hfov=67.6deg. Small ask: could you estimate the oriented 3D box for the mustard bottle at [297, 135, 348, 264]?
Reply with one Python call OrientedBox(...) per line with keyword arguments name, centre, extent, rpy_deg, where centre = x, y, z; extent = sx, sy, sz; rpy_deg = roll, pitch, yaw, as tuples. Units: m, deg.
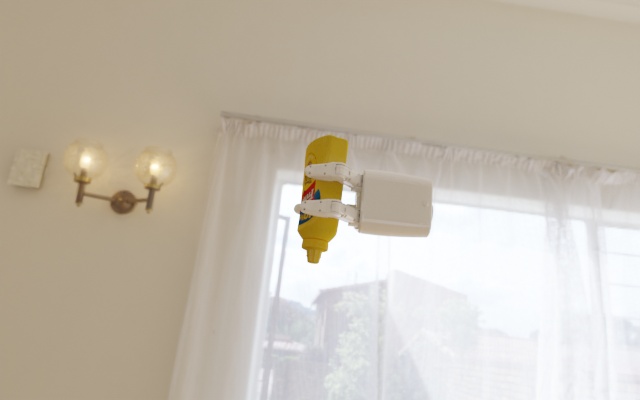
OrientedBox(name="mustard bottle", centre=(0.000, 0.002, 0.736), extent=(0.058, 0.191, 0.096), rpy_deg=(14, -19, -23))
